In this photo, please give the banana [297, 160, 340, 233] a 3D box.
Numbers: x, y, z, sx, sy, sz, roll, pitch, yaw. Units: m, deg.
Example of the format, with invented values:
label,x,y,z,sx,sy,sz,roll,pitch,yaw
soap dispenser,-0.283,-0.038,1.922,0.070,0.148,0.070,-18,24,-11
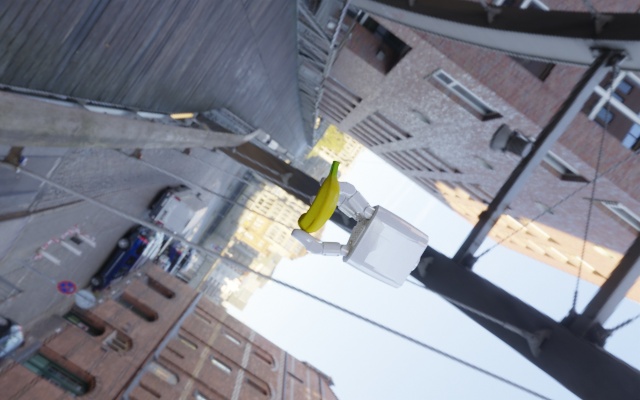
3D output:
label,x,y,z,sx,sy,sz,roll,pitch,yaw
banana,-0.004,0.016,0.779,0.037,0.069,0.198,24,-34,-7
